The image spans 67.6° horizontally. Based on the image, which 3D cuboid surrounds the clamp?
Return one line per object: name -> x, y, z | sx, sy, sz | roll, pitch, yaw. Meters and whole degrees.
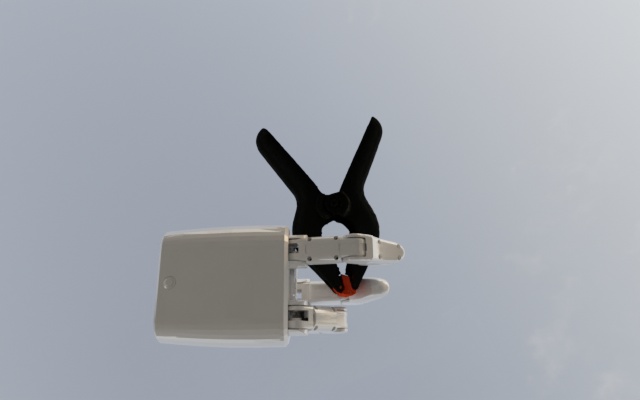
clamp -> 0.000, 0.002, 0.438 | 0.120, 0.171, 0.039 | -1, -17, 0
